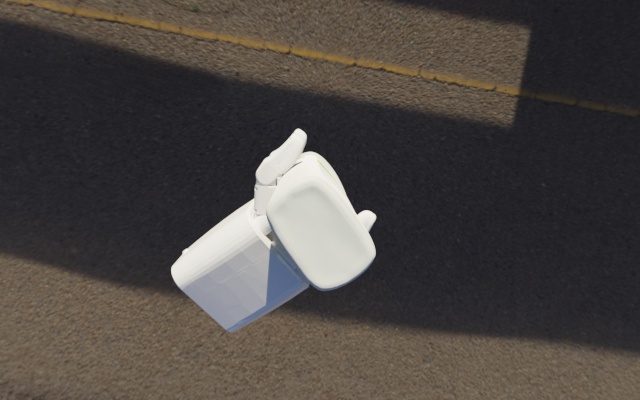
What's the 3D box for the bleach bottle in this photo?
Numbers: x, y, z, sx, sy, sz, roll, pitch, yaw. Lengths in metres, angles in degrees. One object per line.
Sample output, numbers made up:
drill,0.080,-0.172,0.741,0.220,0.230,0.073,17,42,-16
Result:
bleach bottle,0.000,0.002,0.518,0.068,0.102,0.250,-34,10,7
